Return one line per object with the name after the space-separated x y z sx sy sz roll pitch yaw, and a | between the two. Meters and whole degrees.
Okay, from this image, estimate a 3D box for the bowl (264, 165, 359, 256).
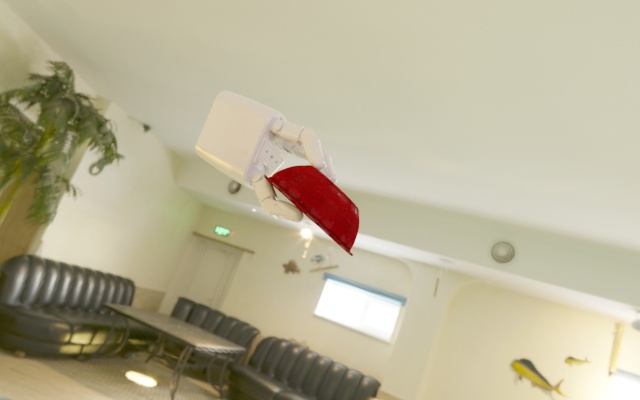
0.001 0.003 0.648 0.162 0.055 0.162 43 -3 2 | bowl
